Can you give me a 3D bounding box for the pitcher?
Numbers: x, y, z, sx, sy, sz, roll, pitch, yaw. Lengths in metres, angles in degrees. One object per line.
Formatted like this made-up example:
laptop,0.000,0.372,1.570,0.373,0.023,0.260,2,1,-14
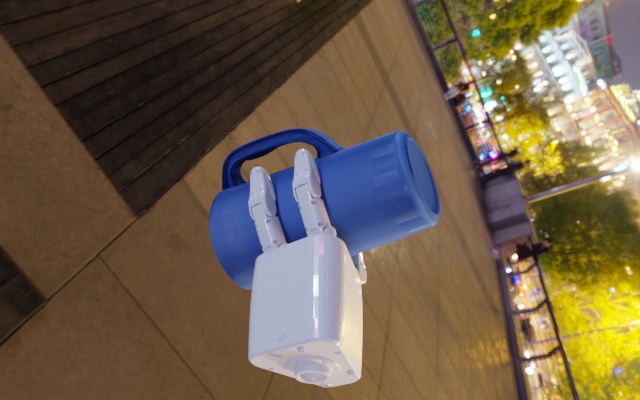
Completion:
pitcher,0.000,0.002,0.547,0.243,0.145,0.149,-20,-44,24
